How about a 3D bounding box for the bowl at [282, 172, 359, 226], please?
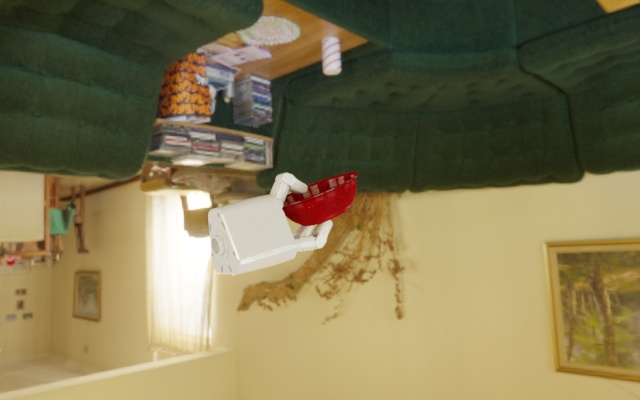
[{"bbox_3d":[0.001,0.003,0.847,0.162,0.055,0.162,-21,9,4],"label":"bowl"}]
